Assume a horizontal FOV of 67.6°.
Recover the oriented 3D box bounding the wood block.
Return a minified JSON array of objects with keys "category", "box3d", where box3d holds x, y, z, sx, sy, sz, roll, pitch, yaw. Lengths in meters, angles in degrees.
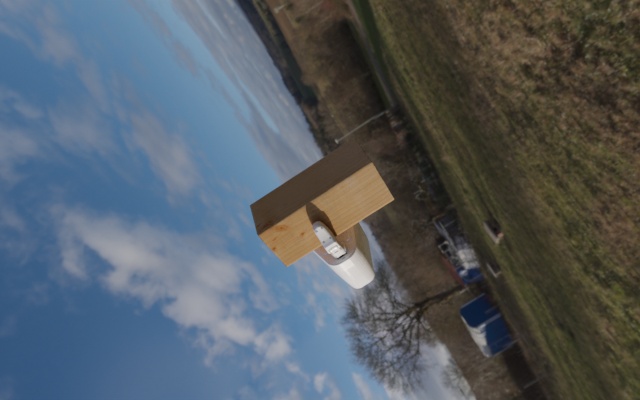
[{"category":"wood block","box3d":[0.000,0.003,0.775,0.206,0.090,0.090,-33,36,5]}]
